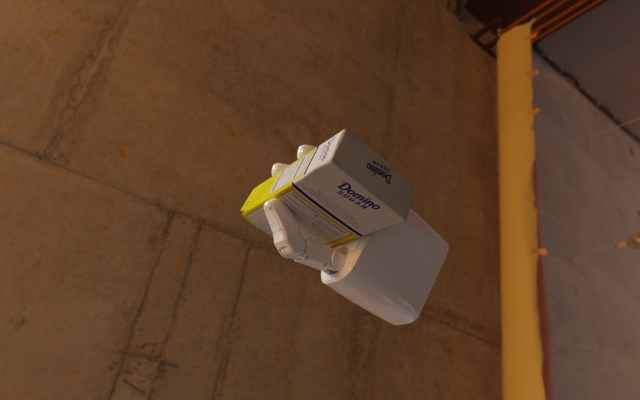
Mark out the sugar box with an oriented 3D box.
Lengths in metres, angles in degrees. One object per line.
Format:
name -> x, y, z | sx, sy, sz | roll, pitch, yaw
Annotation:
sugar box -> 0.000, 0.001, 0.481 | 0.093, 0.048, 0.176 | 37, -36, -20
